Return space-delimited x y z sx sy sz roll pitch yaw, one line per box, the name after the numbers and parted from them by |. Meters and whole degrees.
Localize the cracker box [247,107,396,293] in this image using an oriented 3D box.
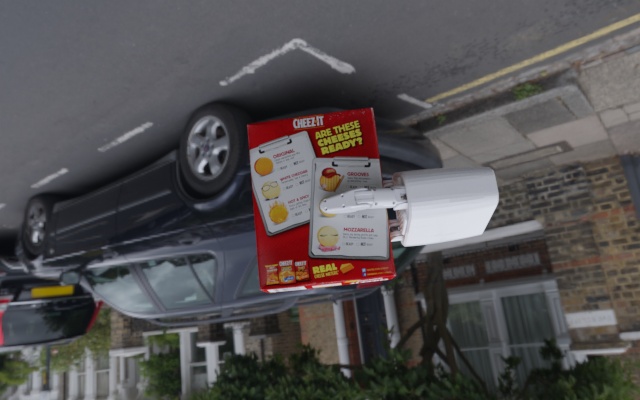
0.000 0.002 0.611 0.164 0.213 0.072 -7 -14 3 | cracker box
